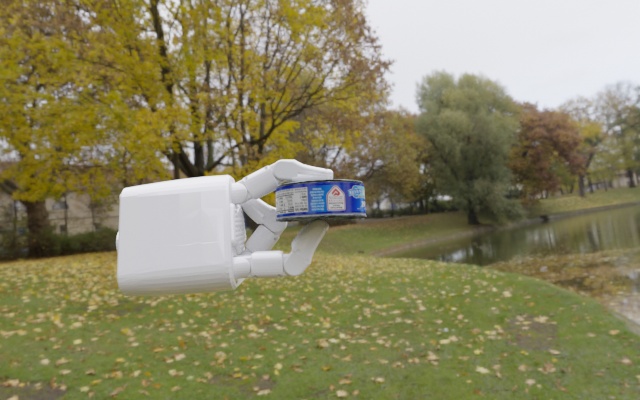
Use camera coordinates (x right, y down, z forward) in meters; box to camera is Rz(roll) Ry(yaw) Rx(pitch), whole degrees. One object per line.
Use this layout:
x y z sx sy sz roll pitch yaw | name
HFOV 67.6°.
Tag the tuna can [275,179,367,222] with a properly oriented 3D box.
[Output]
0.000 0.001 0.453 0.086 0.033 0.086 -3 -4 0 | tuna can
